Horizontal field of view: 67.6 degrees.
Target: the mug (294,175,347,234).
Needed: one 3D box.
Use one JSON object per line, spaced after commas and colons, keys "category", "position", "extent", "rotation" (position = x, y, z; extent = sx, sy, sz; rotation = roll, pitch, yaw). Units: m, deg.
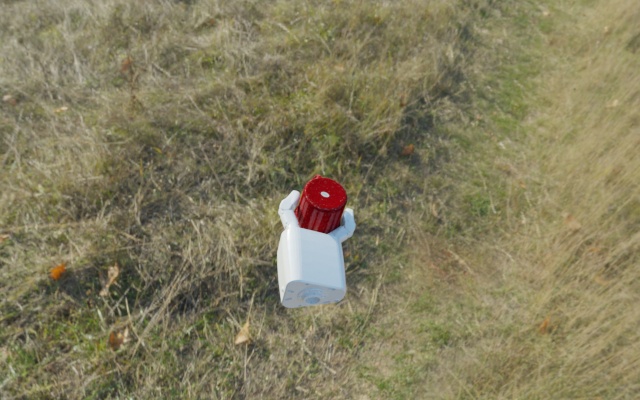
{"category": "mug", "position": [0.000, 0.002, 0.886], "extent": [0.093, 0.117, 0.082], "rotation": [3, -40, -14]}
